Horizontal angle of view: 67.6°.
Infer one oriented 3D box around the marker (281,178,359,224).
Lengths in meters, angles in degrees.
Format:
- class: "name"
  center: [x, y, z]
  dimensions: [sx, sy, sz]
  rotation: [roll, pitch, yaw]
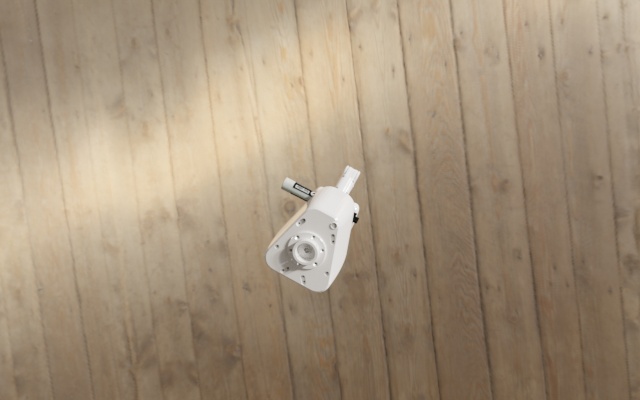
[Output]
- class: "marker"
  center: [0.000, 0.002, 0.691]
  dimensions: [0.121, 0.020, 0.020]
  rotation: [27, 2, 4]
